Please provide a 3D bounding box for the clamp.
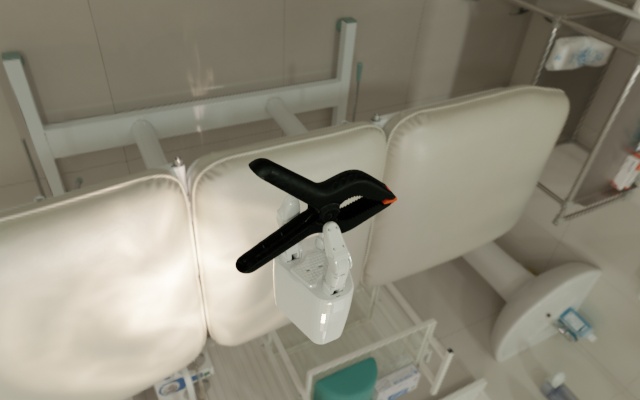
[{"bbox_3d":[0.001,0.002,0.558,0.210,0.165,0.036,-16,49,-23],"label":"clamp"}]
